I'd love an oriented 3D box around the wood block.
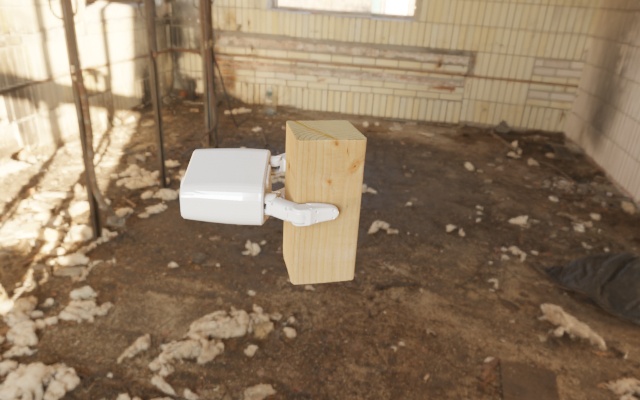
[{"bbox_3d":[0.000,0.002,0.657,0.090,0.206,0.090,-2,25,-12],"label":"wood block"}]
